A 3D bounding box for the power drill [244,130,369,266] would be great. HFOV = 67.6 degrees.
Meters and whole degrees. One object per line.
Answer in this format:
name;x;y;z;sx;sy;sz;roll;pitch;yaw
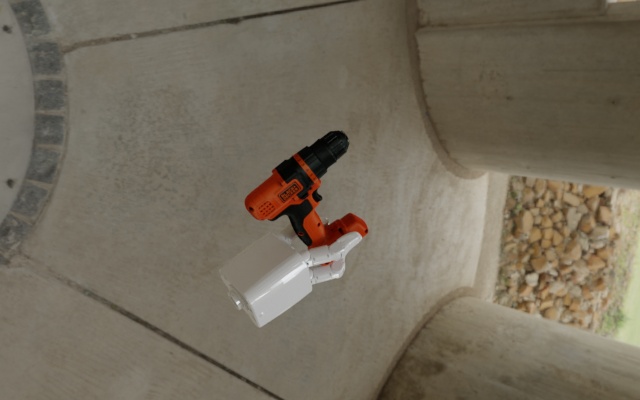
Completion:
power drill;0.000;0.003;0.750;0.184;0.188;0.057;-37;35;1
